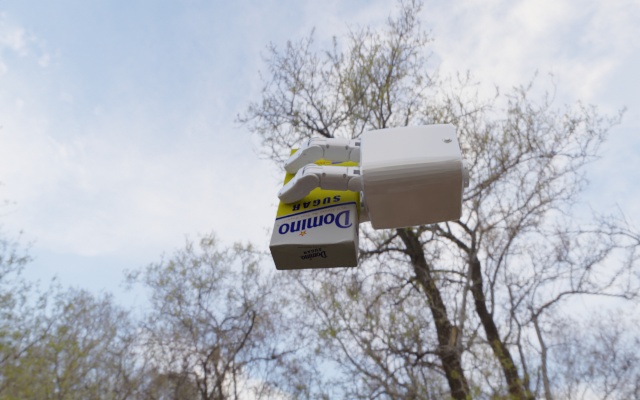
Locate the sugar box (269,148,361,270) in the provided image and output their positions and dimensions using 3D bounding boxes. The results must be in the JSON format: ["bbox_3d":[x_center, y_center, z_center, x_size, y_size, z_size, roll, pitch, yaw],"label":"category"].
[{"bbox_3d":[0.000,0.001,0.566,0.093,0.048,0.176,-4,39,9],"label":"sugar box"}]
